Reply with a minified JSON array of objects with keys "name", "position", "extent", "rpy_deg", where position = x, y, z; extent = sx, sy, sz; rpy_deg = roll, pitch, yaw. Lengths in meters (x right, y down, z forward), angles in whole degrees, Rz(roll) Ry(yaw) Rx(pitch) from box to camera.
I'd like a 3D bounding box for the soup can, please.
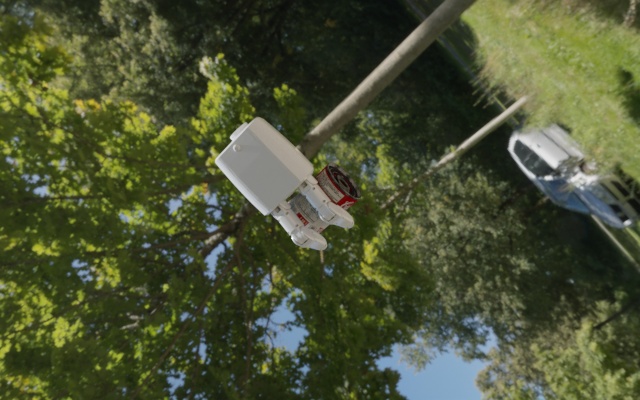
[{"name":"soup can","position":[0.000,0.003,0.701],"extent":[0.102,0.068,0.068],"rpy_deg":[-42,-18,21]}]
